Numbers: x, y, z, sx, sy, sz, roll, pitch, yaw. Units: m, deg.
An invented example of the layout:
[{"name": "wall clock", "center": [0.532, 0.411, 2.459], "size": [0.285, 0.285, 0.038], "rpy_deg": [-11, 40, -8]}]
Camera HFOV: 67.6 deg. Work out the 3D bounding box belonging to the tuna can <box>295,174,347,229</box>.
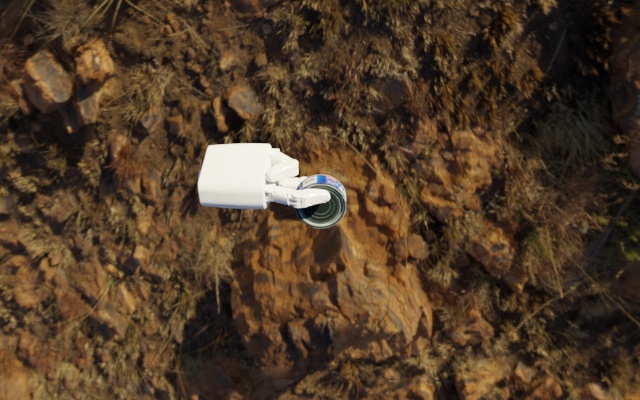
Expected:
[{"name": "tuna can", "center": [0.000, 0.003, 0.779], "size": [0.086, 0.086, 0.033], "rpy_deg": [0, 29, -1]}]
